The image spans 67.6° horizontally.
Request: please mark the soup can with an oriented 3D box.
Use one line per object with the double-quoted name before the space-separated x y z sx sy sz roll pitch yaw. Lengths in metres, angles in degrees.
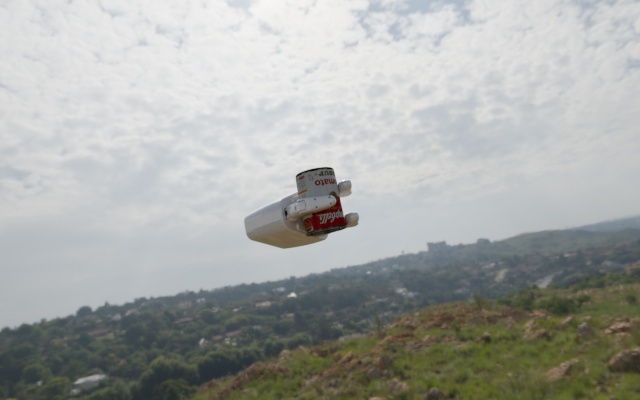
"soup can" 0.000 0.002 0.787 0.068 0.102 0.068 -11 -9 -2
